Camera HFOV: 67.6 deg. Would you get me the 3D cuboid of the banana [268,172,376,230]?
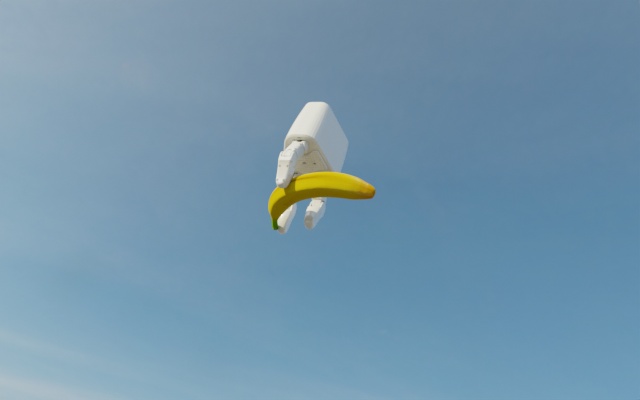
[{"bbox_3d":[-0.013,-0.010,0.721,0.198,0.070,0.037,-18,32,34],"label":"banana"}]
